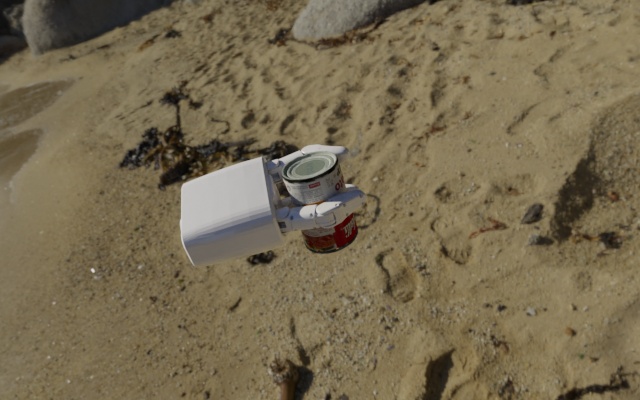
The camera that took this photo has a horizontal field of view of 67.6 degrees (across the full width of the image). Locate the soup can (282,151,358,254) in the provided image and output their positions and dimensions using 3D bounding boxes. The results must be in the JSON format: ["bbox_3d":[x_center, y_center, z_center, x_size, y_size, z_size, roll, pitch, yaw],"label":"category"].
[{"bbox_3d":[0.001,0.001,0.559,0.068,0.102,0.068,-13,30,8],"label":"soup can"}]
